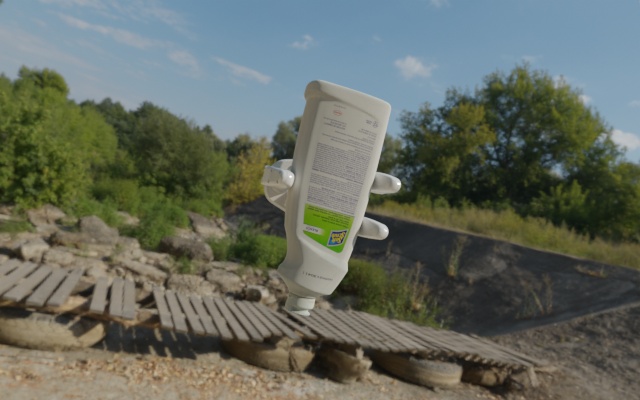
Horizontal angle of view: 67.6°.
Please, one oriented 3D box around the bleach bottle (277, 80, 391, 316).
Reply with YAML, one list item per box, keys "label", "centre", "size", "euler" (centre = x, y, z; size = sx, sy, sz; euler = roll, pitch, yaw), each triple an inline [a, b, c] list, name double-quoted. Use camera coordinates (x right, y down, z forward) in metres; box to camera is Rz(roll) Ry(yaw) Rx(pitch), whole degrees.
- label: "bleach bottle"
  centre: [0.000, 0.002, 0.538]
  size: [0.102, 0.251, 0.068]
  euler: [16, -2, -8]
